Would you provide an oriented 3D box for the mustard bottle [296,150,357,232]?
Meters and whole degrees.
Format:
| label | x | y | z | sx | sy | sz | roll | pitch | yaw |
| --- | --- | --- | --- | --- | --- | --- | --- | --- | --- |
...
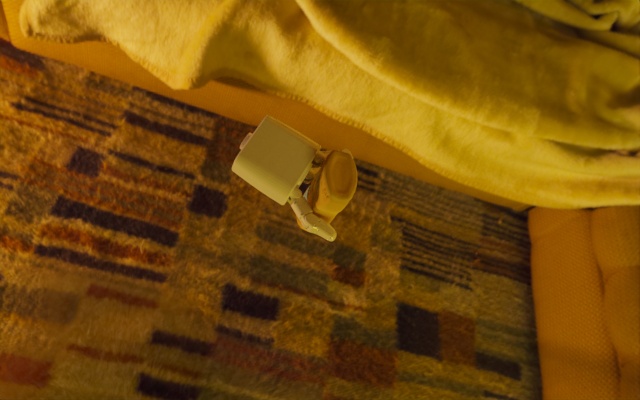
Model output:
| label | x | y | z | sx | sy | sz | roll | pitch | yaw |
| --- | --- | --- | --- | --- | --- | --- | --- | --- | --- |
| mustard bottle | 0.001 | 0.003 | 0.817 | 0.058 | 0.096 | 0.192 | 12 | -31 | -16 |
